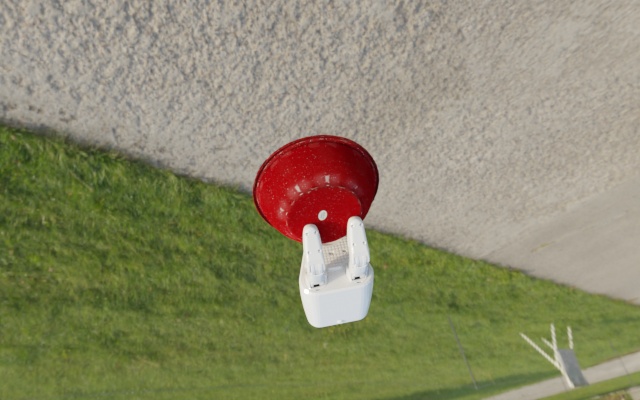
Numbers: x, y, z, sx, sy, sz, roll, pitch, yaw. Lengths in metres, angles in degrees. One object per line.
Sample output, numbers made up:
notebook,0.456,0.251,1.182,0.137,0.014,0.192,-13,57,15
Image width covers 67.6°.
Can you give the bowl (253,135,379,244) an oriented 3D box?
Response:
bowl,0.000,0.001,0.582,0.162,0.162,0.055,0,39,-13
